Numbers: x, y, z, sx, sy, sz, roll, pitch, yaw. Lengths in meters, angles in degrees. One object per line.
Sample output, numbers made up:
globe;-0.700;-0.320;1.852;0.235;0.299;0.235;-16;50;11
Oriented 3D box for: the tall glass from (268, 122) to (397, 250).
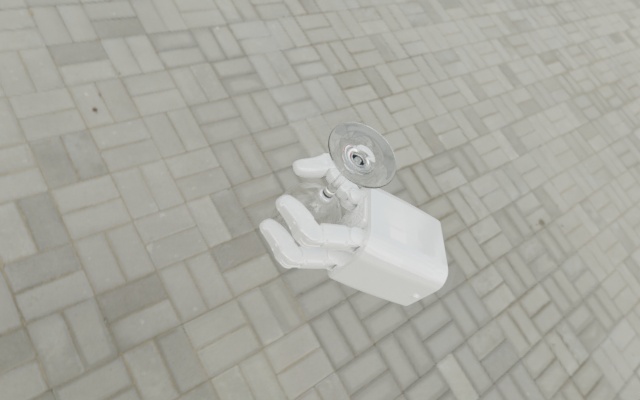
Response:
tall glass;0.000;0.001;0.531;0.079;0.079;0.201;0;-27;-28
